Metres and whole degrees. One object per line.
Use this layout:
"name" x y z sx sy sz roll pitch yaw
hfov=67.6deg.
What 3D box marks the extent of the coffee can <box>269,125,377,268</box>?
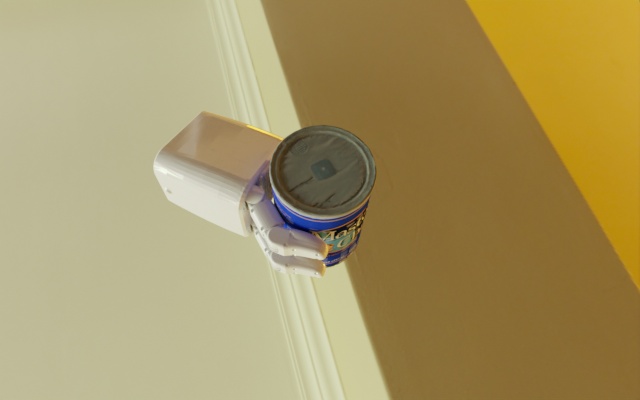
"coffee can" 0.000 0.002 0.515 0.103 0.102 0.140 0 -28 -2
